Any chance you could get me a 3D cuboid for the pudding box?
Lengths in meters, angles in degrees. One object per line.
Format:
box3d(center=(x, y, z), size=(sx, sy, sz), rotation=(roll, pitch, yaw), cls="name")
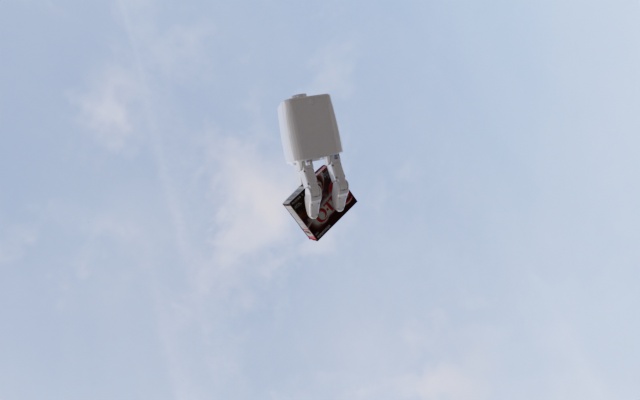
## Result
box3d(center=(0.000, 0.003, 0.858), size=(0.113, 0.090, 0.039), rotation=(-43, 20, -19), cls="pudding box")
